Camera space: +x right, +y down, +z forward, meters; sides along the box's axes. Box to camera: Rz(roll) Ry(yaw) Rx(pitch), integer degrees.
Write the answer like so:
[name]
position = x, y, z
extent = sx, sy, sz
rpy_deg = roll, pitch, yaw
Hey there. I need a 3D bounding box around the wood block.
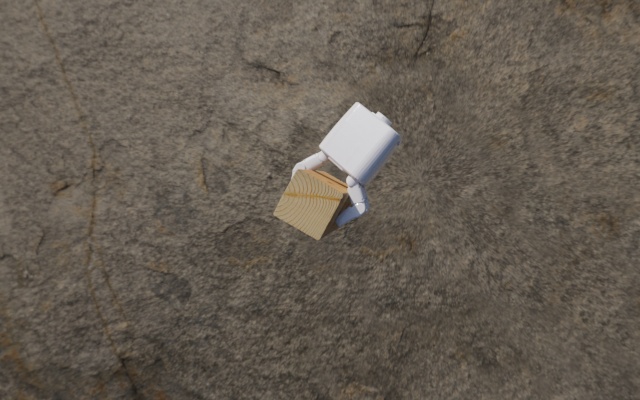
[wood block]
position = 0.000, 0.002, 0.875
extent = 0.091, 0.090, 0.206
rpy_deg = 30, 8, 9
